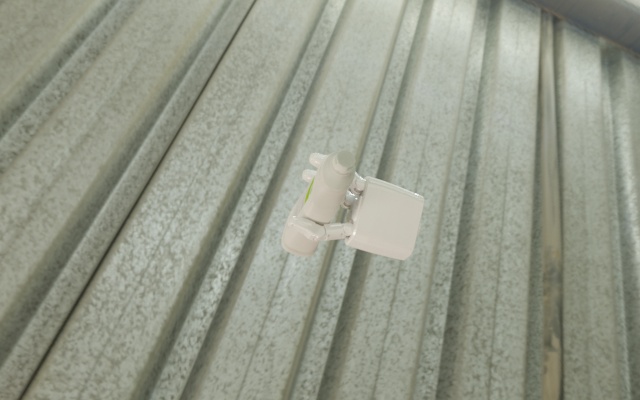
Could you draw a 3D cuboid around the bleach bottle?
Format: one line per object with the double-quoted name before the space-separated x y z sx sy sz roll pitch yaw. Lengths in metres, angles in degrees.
"bleach bottle" 0.000 0.002 0.777 0.068 0.102 0.251 18 -30 -8
